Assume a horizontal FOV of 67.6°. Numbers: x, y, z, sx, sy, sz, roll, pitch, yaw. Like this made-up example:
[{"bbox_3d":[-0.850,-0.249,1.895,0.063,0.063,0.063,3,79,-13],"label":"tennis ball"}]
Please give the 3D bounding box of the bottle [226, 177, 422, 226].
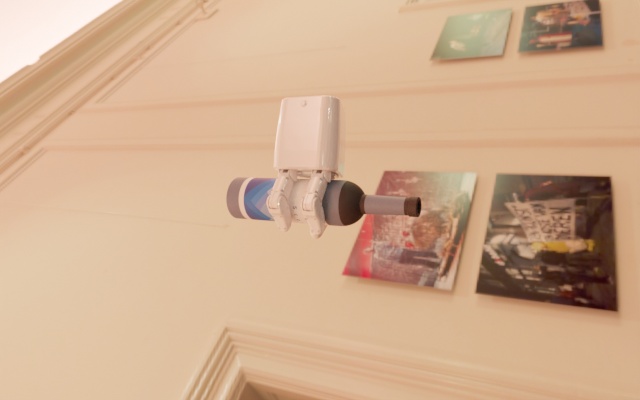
[{"bbox_3d":[0.000,0.002,0.703,0.295,0.069,0.069,3,1,26],"label":"bottle"}]
